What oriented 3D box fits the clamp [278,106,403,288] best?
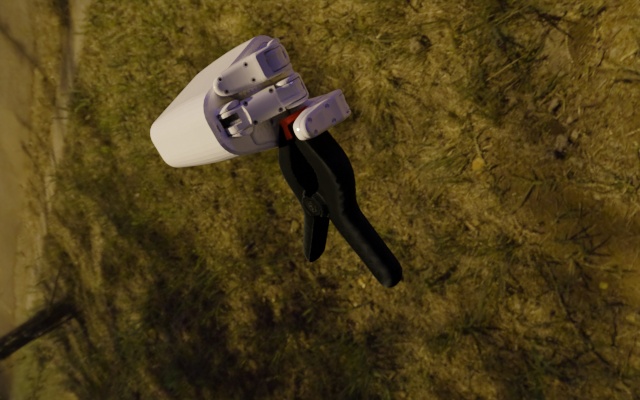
[{"bbox_3d":[0.000,0.002,0.434,0.120,0.171,0.039,-5,25,47],"label":"clamp"}]
